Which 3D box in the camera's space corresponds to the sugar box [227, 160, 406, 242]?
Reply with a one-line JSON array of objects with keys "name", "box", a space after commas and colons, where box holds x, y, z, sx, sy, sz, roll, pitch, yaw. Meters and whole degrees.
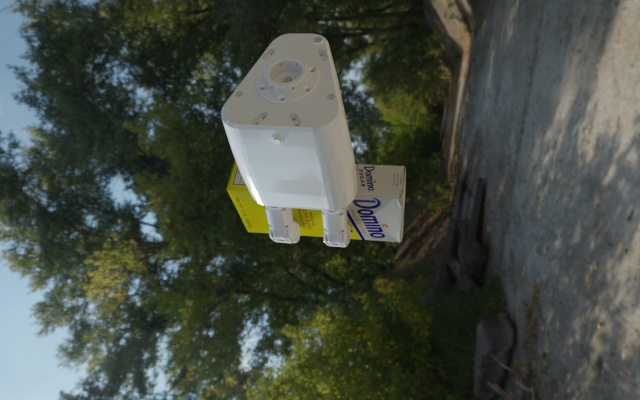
[{"name": "sugar box", "box": [0.000, 0.002, 0.506, 0.176, 0.048, 0.093, 5, -32, 12]}]
